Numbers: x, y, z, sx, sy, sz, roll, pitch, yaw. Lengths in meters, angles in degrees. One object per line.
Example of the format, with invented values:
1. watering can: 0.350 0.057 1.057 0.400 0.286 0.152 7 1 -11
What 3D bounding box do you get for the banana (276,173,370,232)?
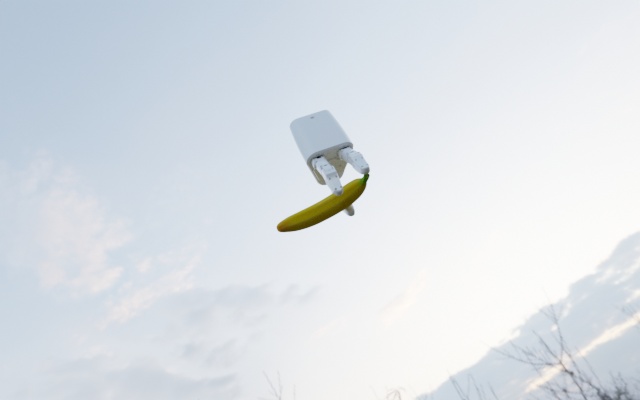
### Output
1. banana: 0.010 0.008 0.889 0.198 0.037 0.070 -33 -31 9
